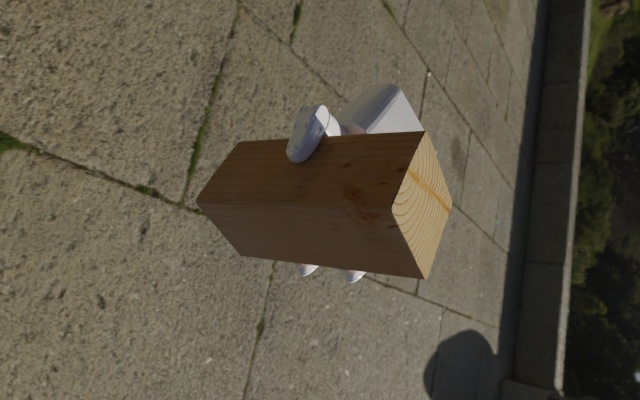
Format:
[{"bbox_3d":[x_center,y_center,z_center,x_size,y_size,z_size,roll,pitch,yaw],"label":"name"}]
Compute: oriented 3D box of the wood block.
[{"bbox_3d":[0.000,0.001,0.441,0.206,0.090,0.091,1,-42,35],"label":"wood block"}]
